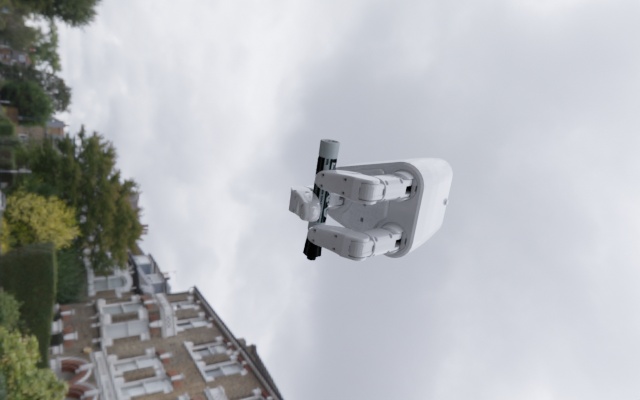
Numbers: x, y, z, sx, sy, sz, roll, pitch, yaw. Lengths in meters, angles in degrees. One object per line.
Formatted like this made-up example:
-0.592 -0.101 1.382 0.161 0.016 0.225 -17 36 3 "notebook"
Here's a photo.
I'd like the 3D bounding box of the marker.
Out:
0.000 0.002 0.462 0.020 0.121 0.020 8 16 -2 "marker"
